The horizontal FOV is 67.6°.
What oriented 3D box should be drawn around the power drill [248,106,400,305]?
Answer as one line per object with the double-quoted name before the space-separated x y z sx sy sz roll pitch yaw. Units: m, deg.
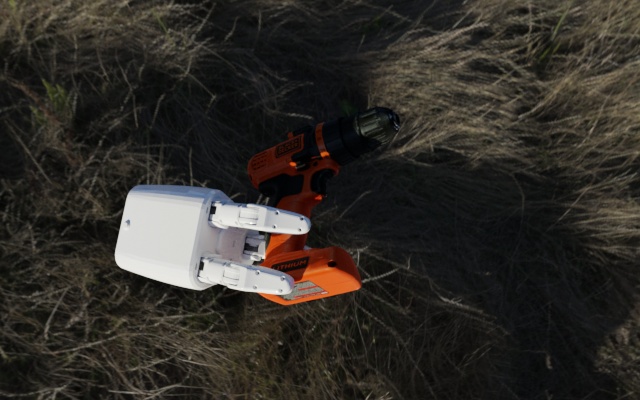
"power drill" 0.000 0.002 0.485 0.184 0.187 0.057 -20 -40 29
